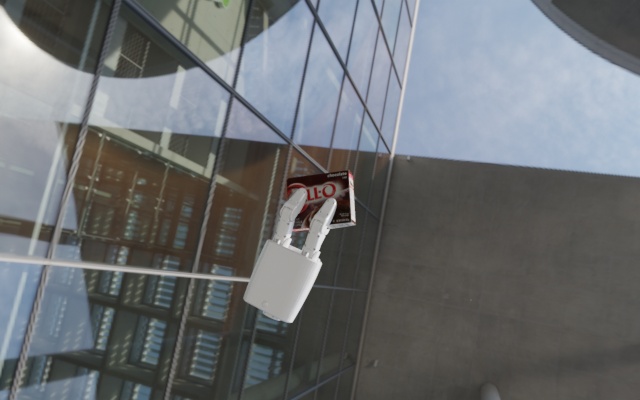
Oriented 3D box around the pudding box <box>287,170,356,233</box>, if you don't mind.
[{"bbox_3d":[0.000,0.003,0.796,0.113,0.090,0.039,-7,-16,15],"label":"pudding box"}]
